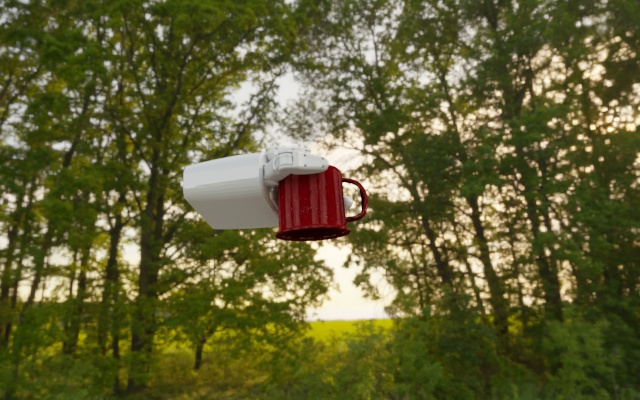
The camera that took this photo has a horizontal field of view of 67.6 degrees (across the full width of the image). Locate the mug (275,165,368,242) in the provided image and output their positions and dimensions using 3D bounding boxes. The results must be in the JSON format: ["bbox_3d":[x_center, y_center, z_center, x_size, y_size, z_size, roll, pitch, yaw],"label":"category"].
[{"bbox_3d":[0.001,0.002,0.591,0.117,0.081,0.093,-6,-14,11],"label":"mug"}]
